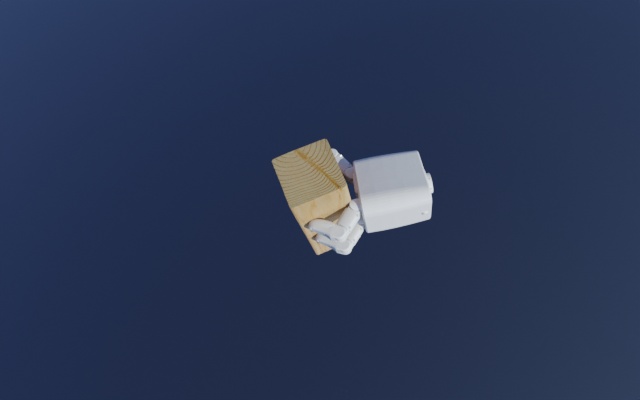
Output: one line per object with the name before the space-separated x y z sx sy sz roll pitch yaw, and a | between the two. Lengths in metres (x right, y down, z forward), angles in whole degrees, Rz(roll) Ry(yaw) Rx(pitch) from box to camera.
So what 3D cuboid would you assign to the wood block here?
wood block | 0.000 0.002 0.778 0.090 0.090 0.206 -22 -27 0
